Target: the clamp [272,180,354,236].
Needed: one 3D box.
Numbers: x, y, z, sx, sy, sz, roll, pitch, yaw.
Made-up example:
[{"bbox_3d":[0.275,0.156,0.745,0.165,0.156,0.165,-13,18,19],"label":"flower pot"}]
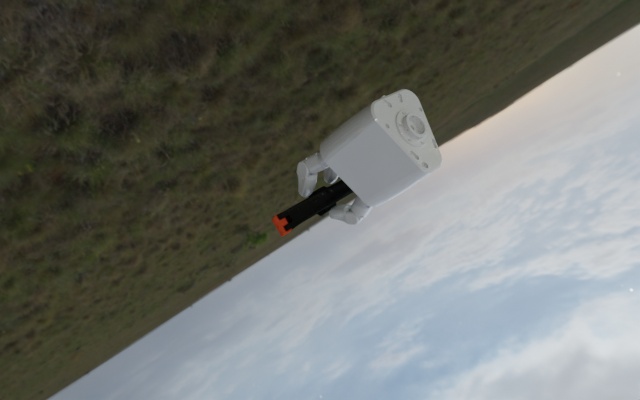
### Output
[{"bbox_3d":[0.000,0.003,0.716,0.210,0.036,0.164,-30,-2,-40],"label":"clamp"}]
